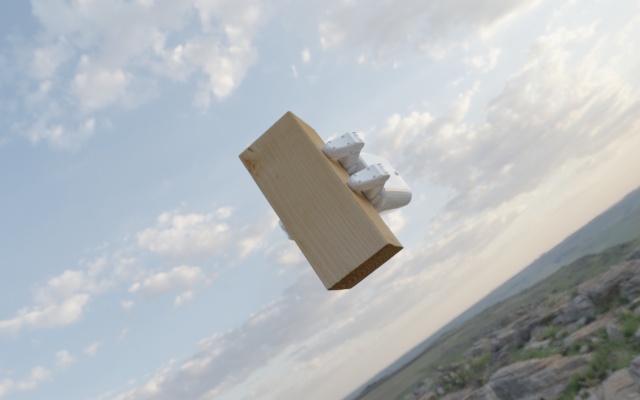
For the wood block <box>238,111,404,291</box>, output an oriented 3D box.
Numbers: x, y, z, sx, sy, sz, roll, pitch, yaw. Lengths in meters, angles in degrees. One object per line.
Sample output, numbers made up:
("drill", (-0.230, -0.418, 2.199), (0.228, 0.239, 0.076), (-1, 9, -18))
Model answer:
("wood block", (0.000, 0.002, 0.599), (0.091, 0.206, 0.090), (-40, -20, 12))
